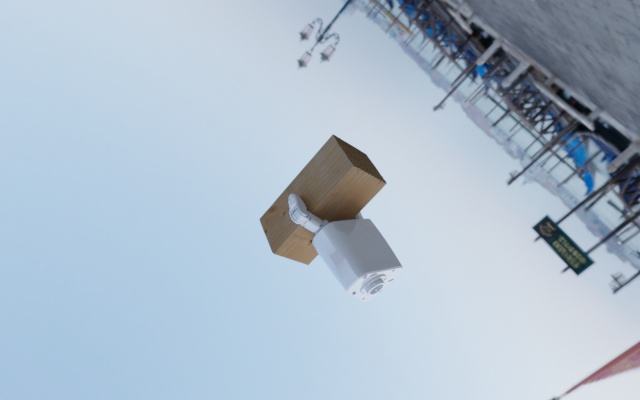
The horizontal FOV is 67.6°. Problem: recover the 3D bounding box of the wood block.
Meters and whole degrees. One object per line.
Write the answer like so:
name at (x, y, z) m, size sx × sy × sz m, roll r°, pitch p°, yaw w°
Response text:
wood block at (0.000, 0.003, 0.818) m, size 0.091 × 0.206 × 0.090 m, roll 25°, pitch 26°, yaw -40°
